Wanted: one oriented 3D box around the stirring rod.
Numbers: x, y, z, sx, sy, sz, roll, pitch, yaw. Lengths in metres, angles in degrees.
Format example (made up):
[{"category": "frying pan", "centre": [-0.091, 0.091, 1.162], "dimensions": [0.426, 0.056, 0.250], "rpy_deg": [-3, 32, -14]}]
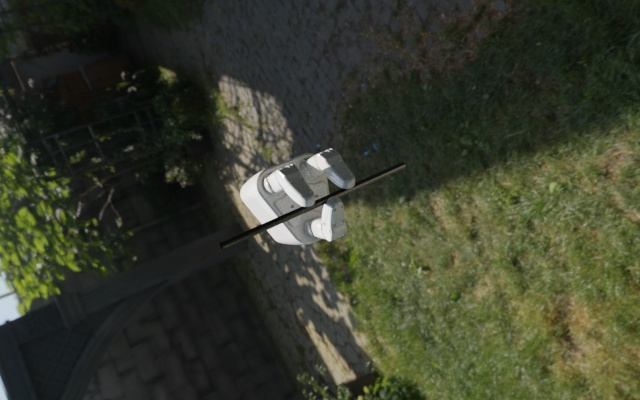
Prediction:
[{"category": "stirring rod", "centre": [0.000, 0.002, 0.532], "dimensions": [0.239, 0.011, 0.011], "rpy_deg": [-24, 10, -24]}]
